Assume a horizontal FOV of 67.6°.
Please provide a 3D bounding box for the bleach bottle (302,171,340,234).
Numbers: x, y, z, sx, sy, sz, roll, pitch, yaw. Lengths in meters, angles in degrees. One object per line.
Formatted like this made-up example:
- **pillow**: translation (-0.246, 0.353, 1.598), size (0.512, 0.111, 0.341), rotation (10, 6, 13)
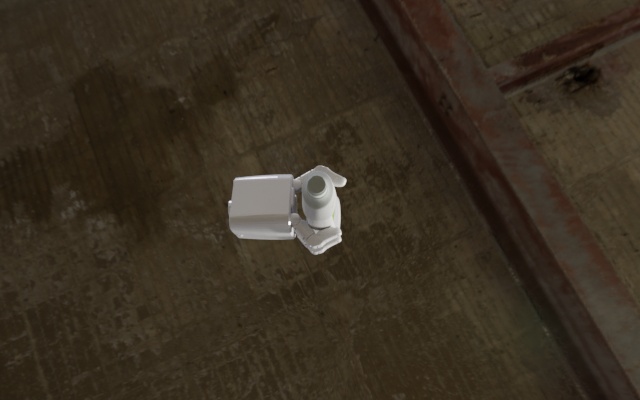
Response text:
- **bleach bottle**: translation (0.000, 0.003, 0.834), size (0.068, 0.102, 0.251), rotation (-2, -16, 2)
